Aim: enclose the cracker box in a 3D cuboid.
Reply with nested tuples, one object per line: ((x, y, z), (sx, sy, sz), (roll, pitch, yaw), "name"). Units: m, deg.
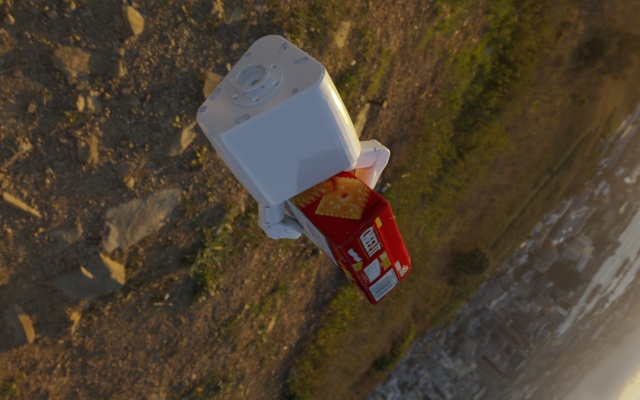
((0.000, 0.002, 0.549), (0.213, 0.072, 0.164), (43, -9, 35), "cracker box")
